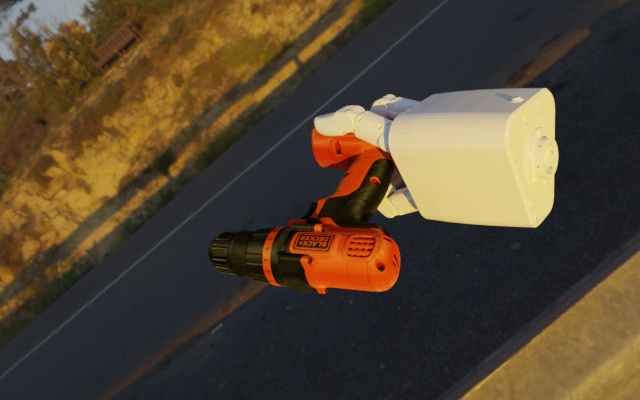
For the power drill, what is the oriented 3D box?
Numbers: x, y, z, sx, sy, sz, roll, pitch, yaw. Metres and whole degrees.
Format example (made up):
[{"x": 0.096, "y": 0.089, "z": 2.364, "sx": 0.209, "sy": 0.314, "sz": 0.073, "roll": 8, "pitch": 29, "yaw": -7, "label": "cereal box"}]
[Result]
[{"x": 0.000, "y": 0.001, "z": 0.461, "sx": 0.184, "sy": 0.187, "sz": 0.057, "roll": 2, "pitch": -41, "yaw": 26, "label": "power drill"}]
